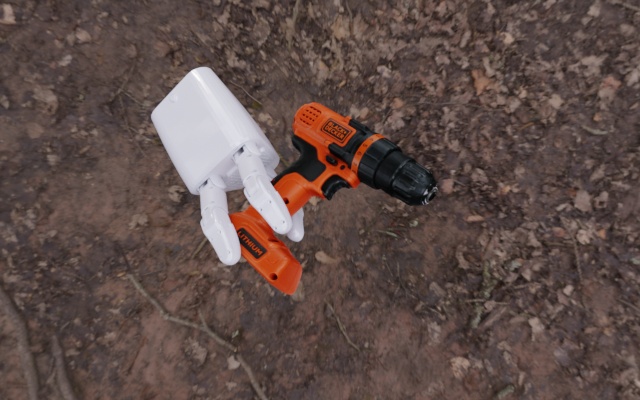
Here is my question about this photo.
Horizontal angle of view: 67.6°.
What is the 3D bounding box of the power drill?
[{"bbox_3d":[0.000,0.002,0.493,0.184,0.187,0.057,36,-9,33],"label":"power drill"}]
